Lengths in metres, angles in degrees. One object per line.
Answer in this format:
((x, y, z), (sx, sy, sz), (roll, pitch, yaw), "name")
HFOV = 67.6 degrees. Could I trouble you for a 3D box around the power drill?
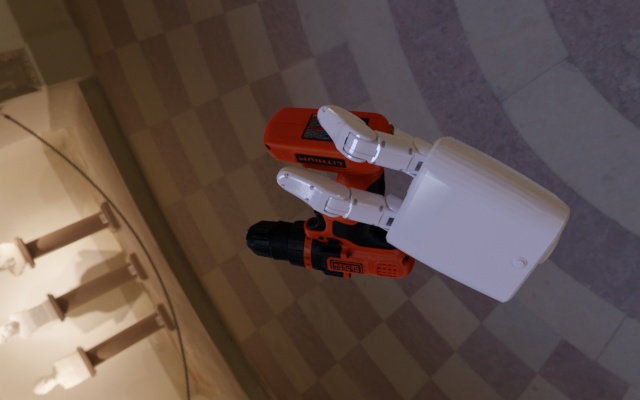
((0.000, 0.001, 0.461), (0.184, 0.057, 0.188), (5, -42, 13), "power drill")
